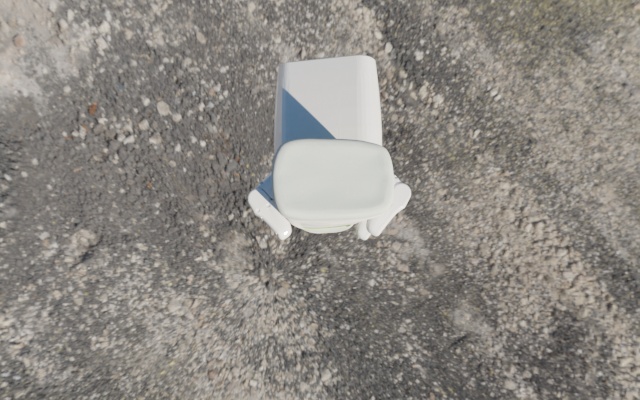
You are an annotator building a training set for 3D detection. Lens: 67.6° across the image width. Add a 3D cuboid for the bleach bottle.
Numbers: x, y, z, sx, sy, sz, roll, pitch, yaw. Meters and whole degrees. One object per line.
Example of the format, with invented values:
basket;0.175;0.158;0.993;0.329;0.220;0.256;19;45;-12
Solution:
bleach bottle;0.000;0.002;0.498;0.102;0.068;0.251;0;-9;-6
